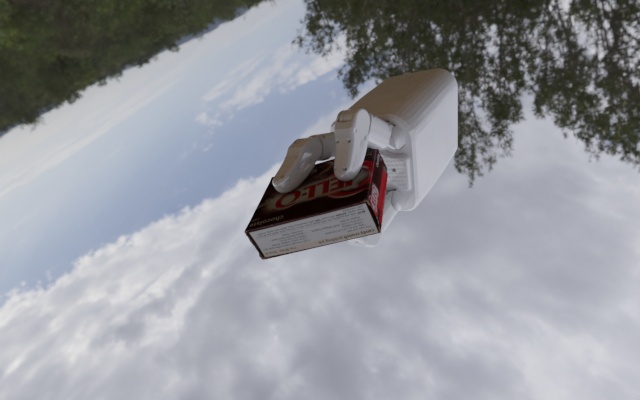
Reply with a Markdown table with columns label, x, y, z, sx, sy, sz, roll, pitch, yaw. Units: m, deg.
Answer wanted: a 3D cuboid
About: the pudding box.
| label | x | y | z | sx | sy | sz | roll | pitch | yaw |
| --- | --- | --- | --- | --- | --- | --- | --- | --- | --- |
| pudding box | 0.000 | 0.001 | 0.420 | 0.113 | 0.039 | 0.090 | -17 | 27 | 22 |
